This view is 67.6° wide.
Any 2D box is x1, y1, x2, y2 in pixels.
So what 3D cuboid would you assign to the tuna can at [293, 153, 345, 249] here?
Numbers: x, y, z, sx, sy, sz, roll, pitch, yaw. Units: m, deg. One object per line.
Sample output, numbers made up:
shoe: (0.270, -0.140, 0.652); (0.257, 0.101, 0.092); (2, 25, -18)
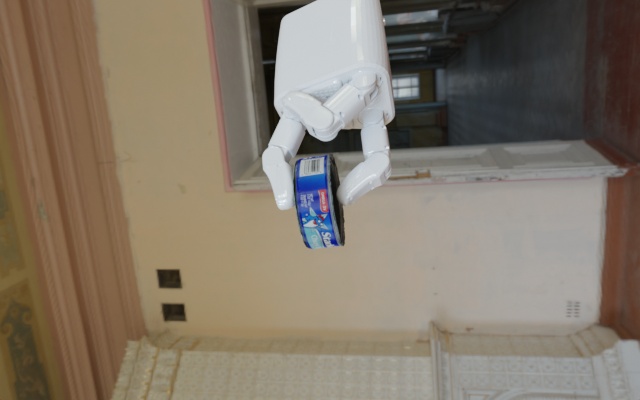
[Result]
tuna can: (0.000, 0.002, 0.440); (0.034, 0.086, 0.086); (-7, -1, 8)
